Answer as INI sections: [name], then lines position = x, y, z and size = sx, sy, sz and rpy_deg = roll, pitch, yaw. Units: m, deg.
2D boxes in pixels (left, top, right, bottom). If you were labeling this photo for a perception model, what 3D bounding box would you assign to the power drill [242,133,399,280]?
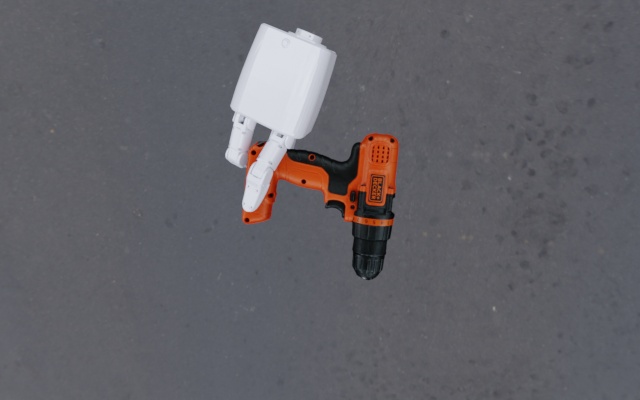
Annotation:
[power drill]
position = 0.000, 0.002, 0.601
size = 0.187, 0.184, 0.057
rpy_deg = 6, 5, 2
